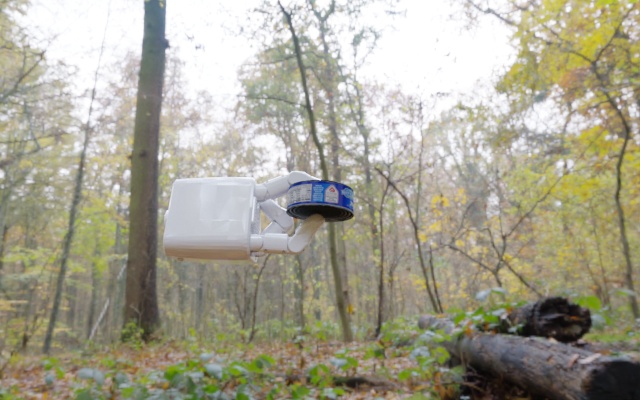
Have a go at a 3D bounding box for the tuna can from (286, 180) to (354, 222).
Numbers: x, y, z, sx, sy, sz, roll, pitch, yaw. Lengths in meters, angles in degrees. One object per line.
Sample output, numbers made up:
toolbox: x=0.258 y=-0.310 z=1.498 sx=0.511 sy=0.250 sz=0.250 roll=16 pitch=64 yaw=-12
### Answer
tuna can: x=0.000 y=0.001 z=0.606 sx=0.086 sy=0.033 sz=0.086 roll=3 pitch=-16 yaw=1
